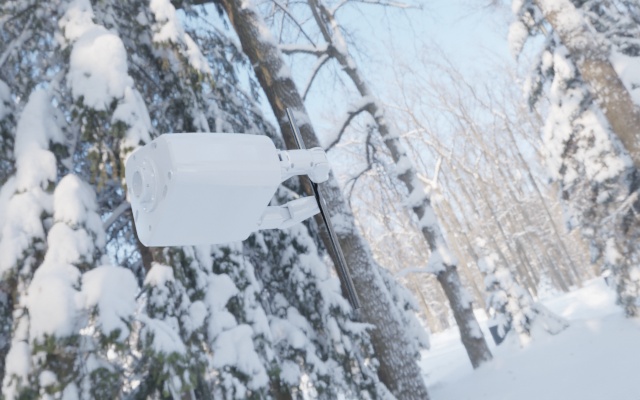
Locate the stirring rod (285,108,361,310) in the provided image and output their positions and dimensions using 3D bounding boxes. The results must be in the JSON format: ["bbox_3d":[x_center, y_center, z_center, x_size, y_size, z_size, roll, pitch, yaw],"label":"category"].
[{"bbox_3d":[0.000,0.002,0.522,0.011,0.239,0.011,-17,-18,-6],"label":"stirring rod"}]
